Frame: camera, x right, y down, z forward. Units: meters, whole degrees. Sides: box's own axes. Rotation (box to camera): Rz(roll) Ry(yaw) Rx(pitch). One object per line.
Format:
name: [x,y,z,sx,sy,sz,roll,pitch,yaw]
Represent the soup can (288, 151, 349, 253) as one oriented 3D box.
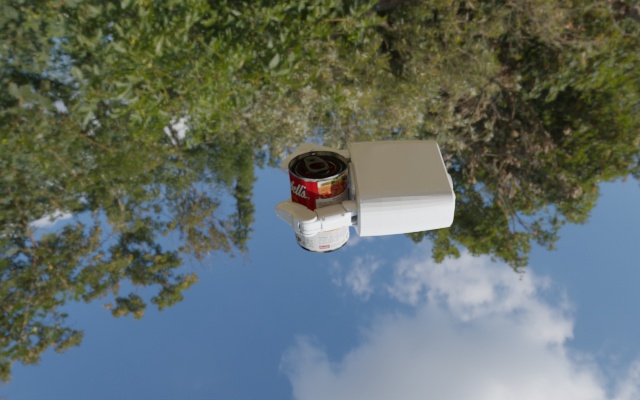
soup can: [0.000,0.002,0.560,0.068,0.102,0.068,-2,33,1]
